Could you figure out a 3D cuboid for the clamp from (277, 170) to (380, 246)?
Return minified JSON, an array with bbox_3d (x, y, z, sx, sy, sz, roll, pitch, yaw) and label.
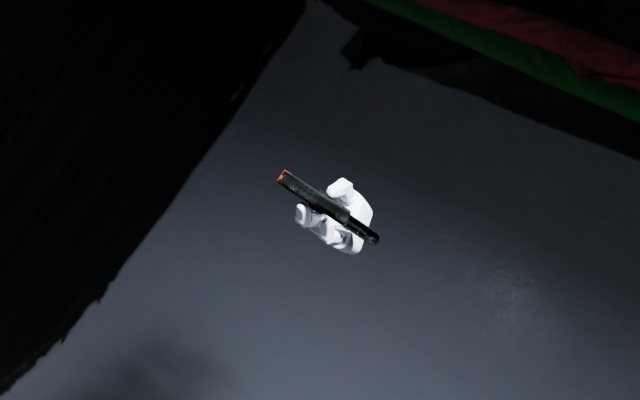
[{"bbox_3d":[0.000,0.002,0.821,0.210,0.036,0.164,33,-3,24],"label":"clamp"}]
